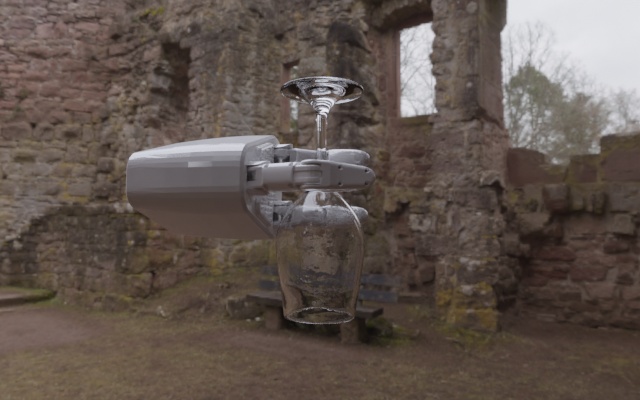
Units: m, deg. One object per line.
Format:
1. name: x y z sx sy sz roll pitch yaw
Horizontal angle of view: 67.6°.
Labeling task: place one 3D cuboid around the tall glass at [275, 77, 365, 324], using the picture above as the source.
1. tall glass: 0.000 0.001 0.418 0.079 0.201 0.079 0 -4 0
